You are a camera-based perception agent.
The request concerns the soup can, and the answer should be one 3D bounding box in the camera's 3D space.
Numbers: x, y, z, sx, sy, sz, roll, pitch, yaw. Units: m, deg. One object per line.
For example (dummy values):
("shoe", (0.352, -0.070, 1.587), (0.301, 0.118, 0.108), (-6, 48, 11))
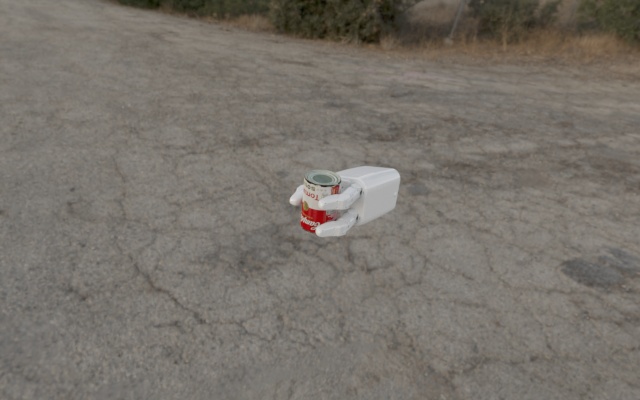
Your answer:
("soup can", (0.000, 0.003, 0.872), (0.068, 0.102, 0.068), (5, 28, -3))
